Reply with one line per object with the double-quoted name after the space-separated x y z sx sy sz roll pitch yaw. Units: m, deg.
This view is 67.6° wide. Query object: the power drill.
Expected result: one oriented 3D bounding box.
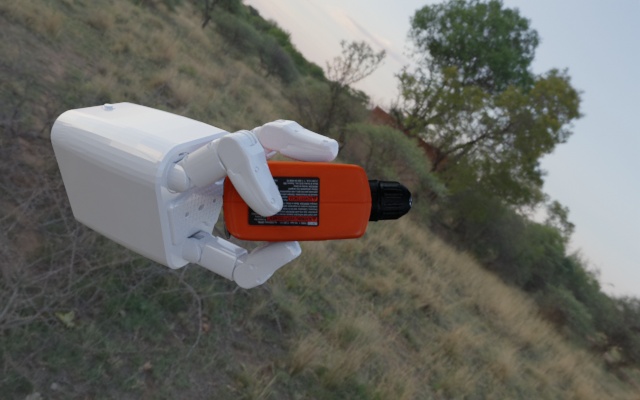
0.000 0.001 0.422 0.184 0.057 0.187 -2 -1 1 "power drill"
